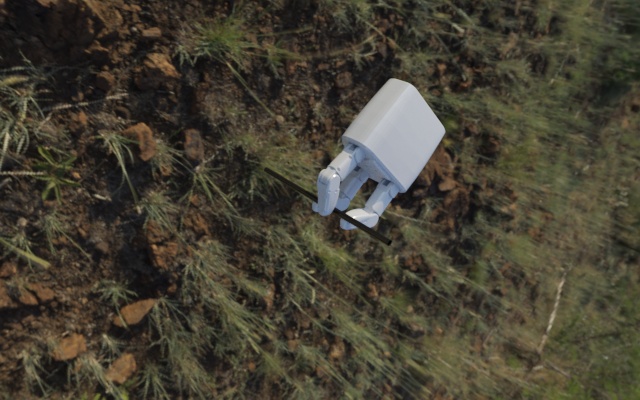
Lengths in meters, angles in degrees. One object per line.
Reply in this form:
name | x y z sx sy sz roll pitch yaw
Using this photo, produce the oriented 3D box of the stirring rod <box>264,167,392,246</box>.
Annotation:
stirring rod | 0.000 0.002 0.633 0.011 0.011 0.239 0 23 -47
